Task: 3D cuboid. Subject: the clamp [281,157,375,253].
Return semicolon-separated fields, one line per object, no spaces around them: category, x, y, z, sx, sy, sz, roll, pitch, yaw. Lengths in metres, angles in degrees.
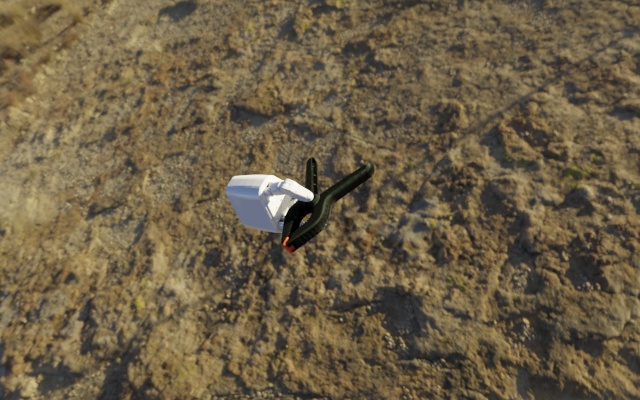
clamp;-0.001;0.003;0.864;0.164;0.210;0.036;2;-35;42
